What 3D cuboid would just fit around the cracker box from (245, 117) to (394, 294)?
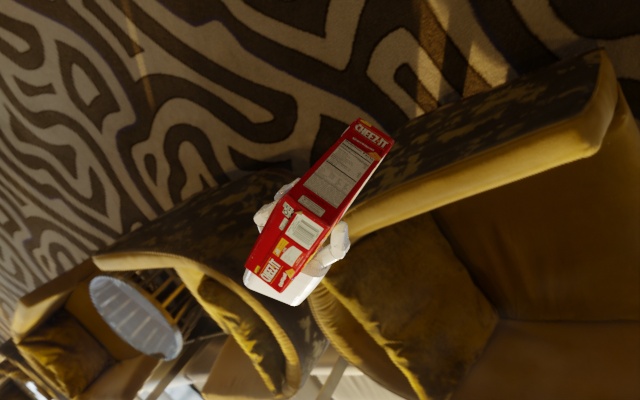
[{"bbox_3d":[0.000,0.002,0.654,0.072,0.164,0.213,36,45,3],"label":"cracker box"}]
